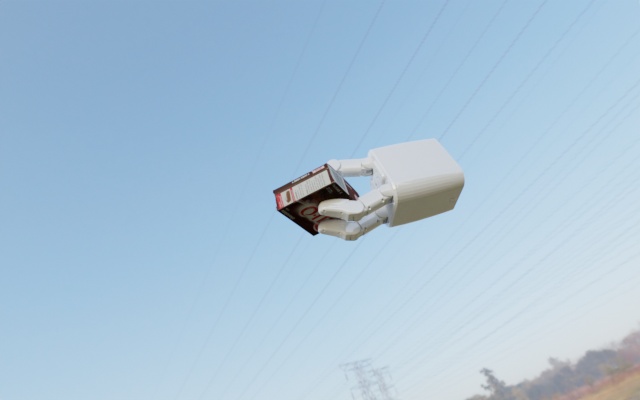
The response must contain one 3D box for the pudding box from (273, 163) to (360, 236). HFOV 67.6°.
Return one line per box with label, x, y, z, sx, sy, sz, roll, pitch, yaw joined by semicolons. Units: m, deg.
pudding box;0.000;0.002;0.671;0.090;0.039;0.113;-27;-34;15
